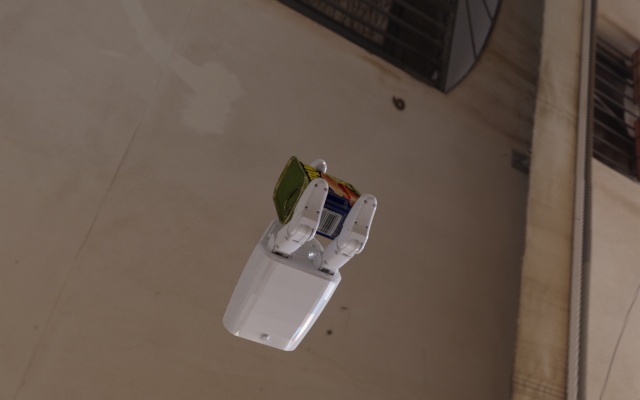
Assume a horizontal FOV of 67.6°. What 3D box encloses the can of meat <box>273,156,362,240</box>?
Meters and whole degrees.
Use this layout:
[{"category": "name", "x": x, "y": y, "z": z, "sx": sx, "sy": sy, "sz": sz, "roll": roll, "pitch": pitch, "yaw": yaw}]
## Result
[{"category": "can of meat", "x": 0.000, "y": 0.002, "z": 0.528, "sx": 0.084, "sy": 0.057, "sz": 0.102, "roll": 23, "pitch": 15, "yaw": -19}]
